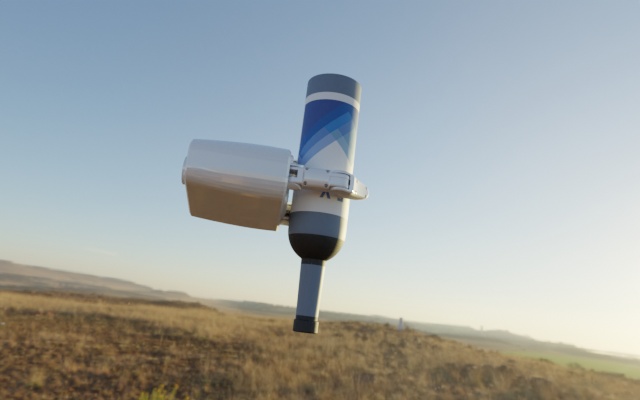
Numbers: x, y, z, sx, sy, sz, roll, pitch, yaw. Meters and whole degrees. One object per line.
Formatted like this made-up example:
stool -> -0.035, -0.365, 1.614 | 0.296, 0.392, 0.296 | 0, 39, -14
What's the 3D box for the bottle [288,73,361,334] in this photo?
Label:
bottle -> 0.000, 0.002, 0.554 | 0.069, 0.295, 0.069 | 7, -13, 2
